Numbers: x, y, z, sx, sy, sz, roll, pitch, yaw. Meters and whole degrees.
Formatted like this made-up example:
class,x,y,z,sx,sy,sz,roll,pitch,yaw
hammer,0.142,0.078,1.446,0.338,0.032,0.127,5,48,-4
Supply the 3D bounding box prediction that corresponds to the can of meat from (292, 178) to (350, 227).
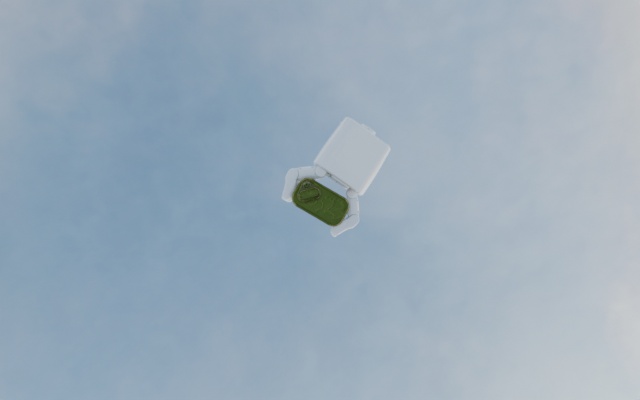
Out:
class,x,y,z,sx,sy,sz,roll,pitch,yaw
can of meat,0.000,0.003,0.885,0.102,0.057,0.084,30,0,0
